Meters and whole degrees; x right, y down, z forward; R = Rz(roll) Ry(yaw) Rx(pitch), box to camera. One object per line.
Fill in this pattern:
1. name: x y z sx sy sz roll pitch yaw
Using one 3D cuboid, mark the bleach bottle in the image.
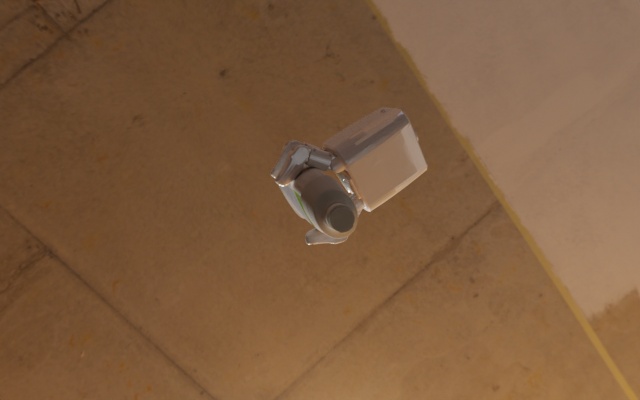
1. bleach bottle: 0.000 0.002 0.642 0.068 0.102 0.250 -34 18 -4
